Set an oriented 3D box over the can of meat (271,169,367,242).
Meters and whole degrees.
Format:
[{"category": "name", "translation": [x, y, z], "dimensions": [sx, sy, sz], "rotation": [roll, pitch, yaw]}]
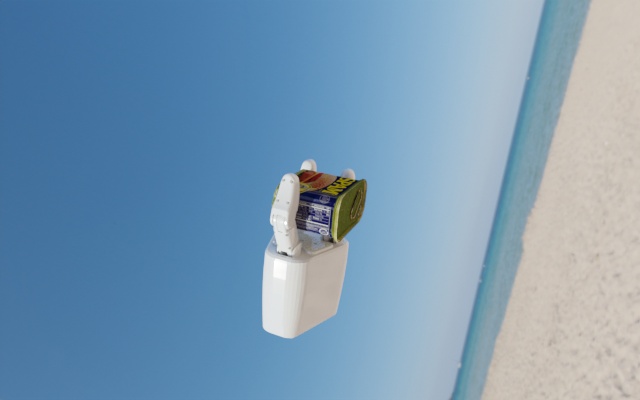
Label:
[{"category": "can of meat", "translation": [0.000, 0.002, 0.574], "dimensions": [0.084, 0.057, 0.102], "rotation": [13, 22, 20]}]
